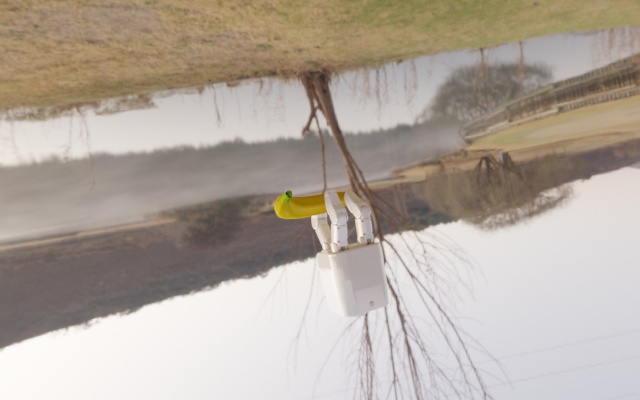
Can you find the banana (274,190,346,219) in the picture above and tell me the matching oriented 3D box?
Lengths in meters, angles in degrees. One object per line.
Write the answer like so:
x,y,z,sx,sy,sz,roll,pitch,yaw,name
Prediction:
-0.017,0.007,0.795,0.069,0.037,0.198,-16,-7,33,banana
